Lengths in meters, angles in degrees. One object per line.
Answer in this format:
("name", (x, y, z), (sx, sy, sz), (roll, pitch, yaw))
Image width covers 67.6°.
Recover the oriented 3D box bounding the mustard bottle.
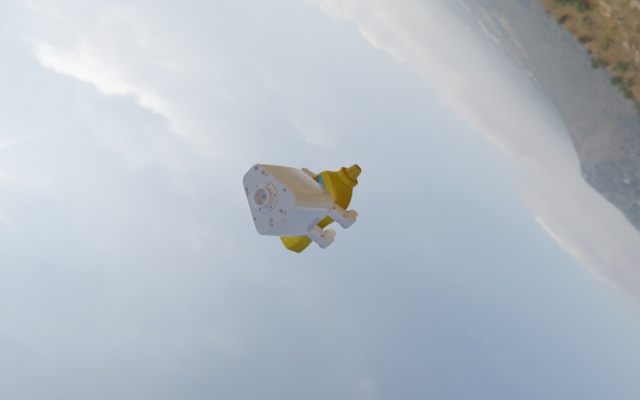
("mustard bottle", (0.000, 0.003, 0.857), (0.058, 0.096, 0.192), (27, -60, -39))
